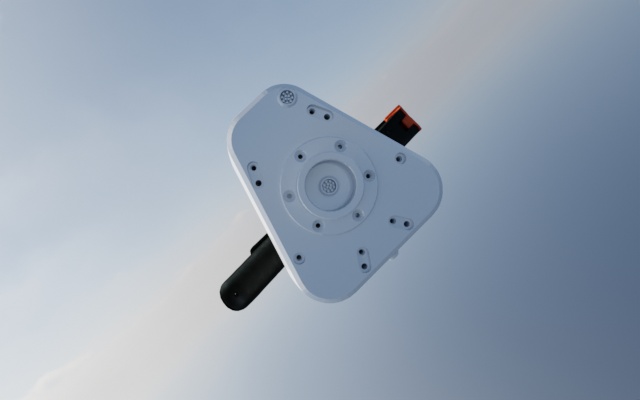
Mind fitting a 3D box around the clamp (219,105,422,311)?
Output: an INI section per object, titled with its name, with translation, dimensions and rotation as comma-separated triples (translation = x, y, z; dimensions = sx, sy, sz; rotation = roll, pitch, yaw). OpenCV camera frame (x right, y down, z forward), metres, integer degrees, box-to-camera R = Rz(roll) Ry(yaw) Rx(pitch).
[clamp]
translation = 0.000, 0.000, 0.421
dimensions = 0.210, 0.036, 0.164
rotation = -45, 4, -3
